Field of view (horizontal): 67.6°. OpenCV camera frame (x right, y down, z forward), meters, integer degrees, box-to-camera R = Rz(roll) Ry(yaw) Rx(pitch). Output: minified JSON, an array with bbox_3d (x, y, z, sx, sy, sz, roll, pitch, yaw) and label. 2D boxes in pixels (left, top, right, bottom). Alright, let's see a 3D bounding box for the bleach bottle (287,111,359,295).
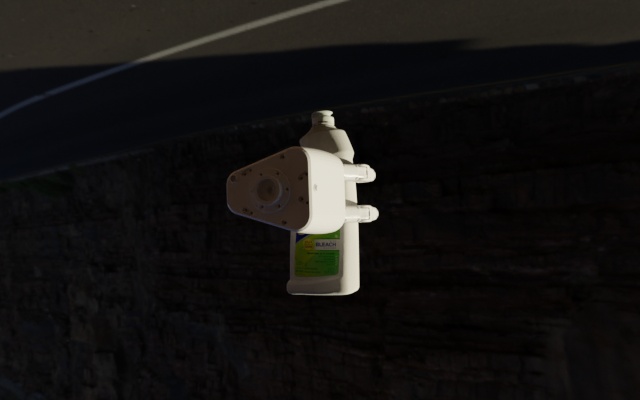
[{"bbox_3d":[0.000,0.002,0.670,0.102,0.251,0.068,-3,-2,21],"label":"bleach bottle"}]
